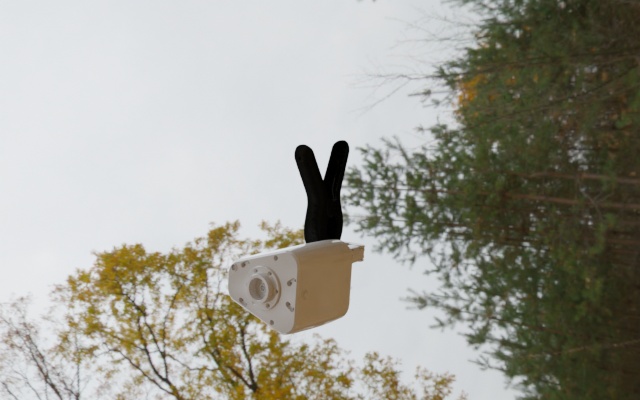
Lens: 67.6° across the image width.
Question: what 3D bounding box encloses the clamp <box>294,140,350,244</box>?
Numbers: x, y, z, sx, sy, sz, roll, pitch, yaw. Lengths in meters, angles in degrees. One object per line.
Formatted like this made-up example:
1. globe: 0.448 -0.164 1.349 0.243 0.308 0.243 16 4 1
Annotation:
1. clamp: 0.000 0.002 0.621 0.039 0.171 0.120 3 2 34
